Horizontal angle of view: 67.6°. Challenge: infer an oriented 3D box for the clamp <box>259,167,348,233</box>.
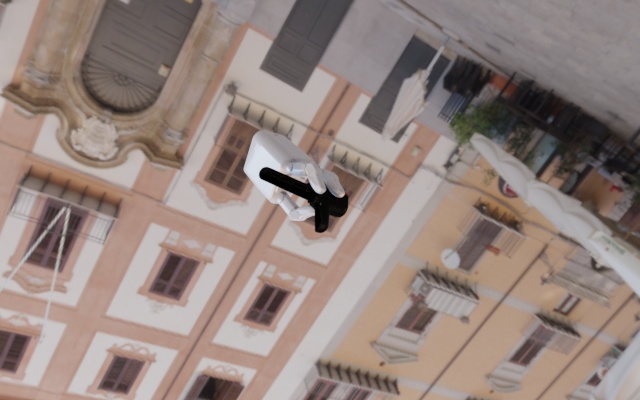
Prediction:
[{"bbox_3d":[0.000,0.003,0.886,0.164,0.036,0.210,47,22,29],"label":"clamp"}]
